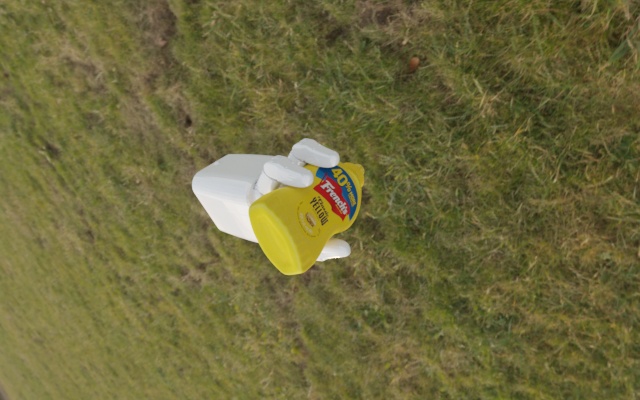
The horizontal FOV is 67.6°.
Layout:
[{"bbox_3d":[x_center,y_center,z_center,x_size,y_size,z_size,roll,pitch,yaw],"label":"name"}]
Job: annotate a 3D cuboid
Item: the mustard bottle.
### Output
[{"bbox_3d":[0.000,0.002,0.594,0.058,0.096,0.191,-18,16,44],"label":"mustard bottle"}]
